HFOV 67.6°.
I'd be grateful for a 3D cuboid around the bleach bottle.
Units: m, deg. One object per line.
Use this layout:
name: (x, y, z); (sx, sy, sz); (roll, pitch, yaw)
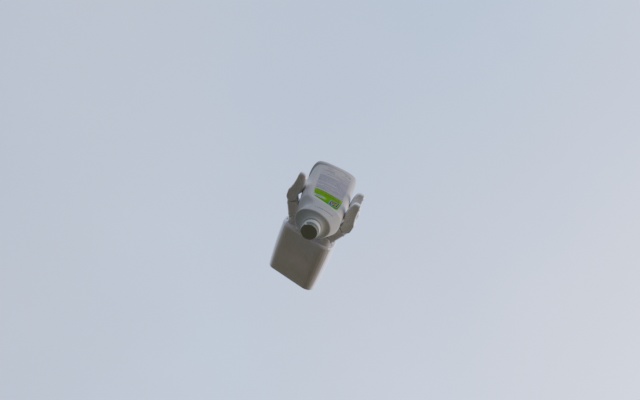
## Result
bleach bottle: (0.000, 0.003, 0.887); (0.102, 0.068, 0.250); (24, 25, 3)
